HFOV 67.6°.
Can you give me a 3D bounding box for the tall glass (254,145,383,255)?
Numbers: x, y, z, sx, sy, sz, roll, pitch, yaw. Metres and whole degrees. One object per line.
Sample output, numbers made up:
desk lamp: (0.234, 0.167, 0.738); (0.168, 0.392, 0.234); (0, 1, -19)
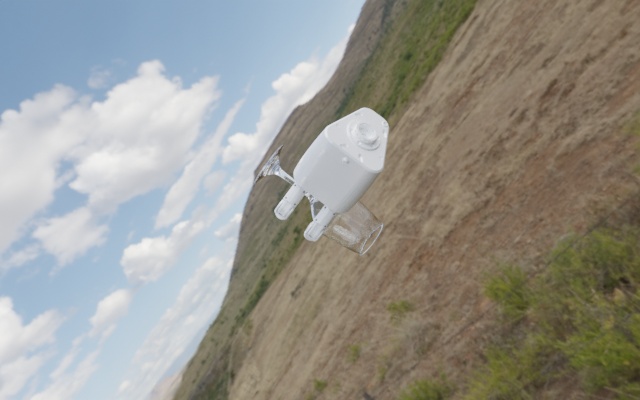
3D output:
tall glass: (0.000, 0.002, 0.743); (0.201, 0.079, 0.079); (36, -2, -2)
